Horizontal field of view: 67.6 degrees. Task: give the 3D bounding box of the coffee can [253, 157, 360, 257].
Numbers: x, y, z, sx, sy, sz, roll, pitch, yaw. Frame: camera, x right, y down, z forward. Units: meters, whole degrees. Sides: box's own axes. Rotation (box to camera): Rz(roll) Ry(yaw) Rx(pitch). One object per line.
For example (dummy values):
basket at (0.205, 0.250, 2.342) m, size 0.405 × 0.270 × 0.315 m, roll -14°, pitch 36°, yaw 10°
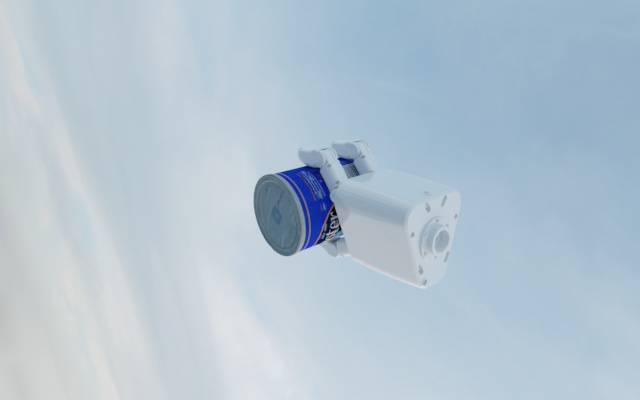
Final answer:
coffee can at (0.000, 0.002, 0.614) m, size 0.140 × 0.103 × 0.103 m, roll -17°, pitch 10°, yaw -36°
